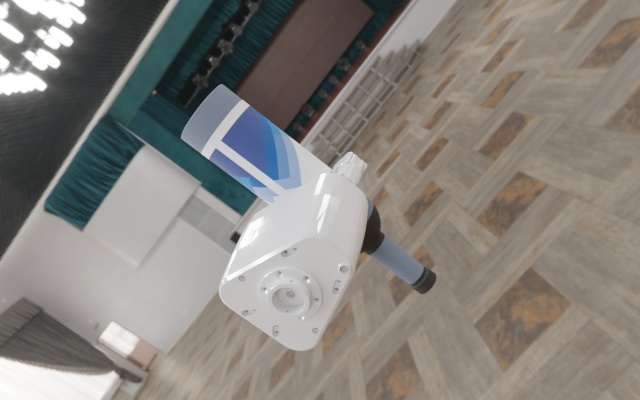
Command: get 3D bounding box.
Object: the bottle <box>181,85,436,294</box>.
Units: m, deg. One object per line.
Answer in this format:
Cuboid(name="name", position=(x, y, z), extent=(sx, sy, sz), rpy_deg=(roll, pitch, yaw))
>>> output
Cuboid(name="bottle", position=(0.000, 0.001, 0.488), extent=(0.296, 0.069, 0.069), rpy_deg=(37, -7, -10))
